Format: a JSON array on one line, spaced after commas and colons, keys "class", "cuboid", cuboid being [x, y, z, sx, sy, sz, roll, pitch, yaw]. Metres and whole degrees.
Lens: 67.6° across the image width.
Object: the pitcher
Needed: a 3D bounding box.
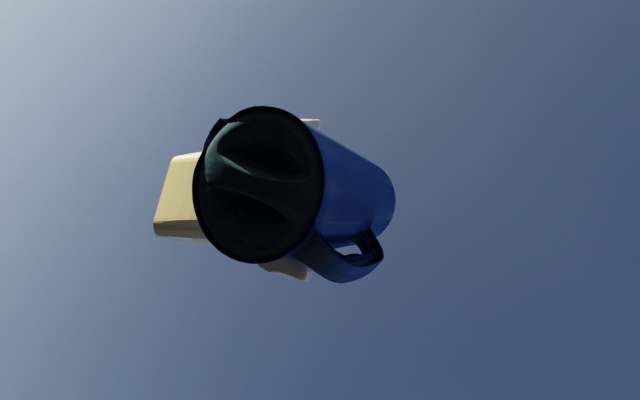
[{"class": "pitcher", "cuboid": [0.000, 0.002, 0.498, 0.145, 0.149, 0.243, -2, -5, 26]}]
